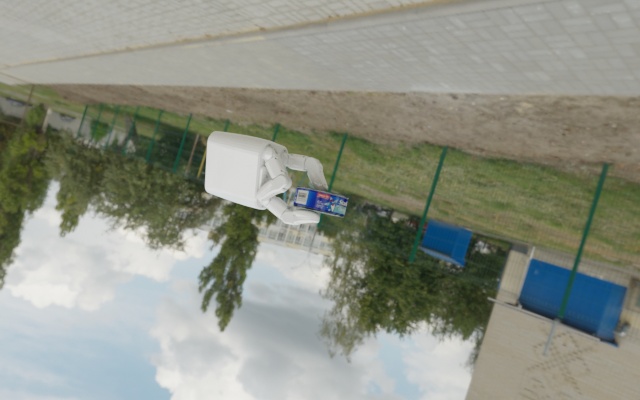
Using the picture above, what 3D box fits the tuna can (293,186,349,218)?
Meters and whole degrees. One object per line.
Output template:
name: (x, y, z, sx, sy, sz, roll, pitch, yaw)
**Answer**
tuna can: (0.000, 0.003, 0.768, 0.086, 0.034, 0.086, 13, -2, 1)
